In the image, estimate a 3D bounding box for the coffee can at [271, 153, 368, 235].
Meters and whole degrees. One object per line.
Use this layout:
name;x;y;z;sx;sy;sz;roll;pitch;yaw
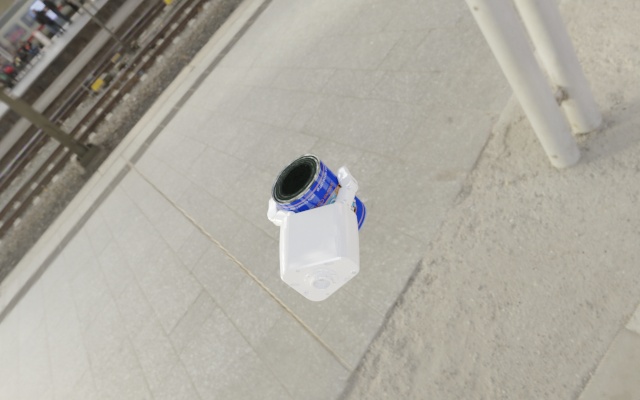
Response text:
coffee can;0.000;0.003;0.813;0.103;0.102;0.140;0;-34;46
